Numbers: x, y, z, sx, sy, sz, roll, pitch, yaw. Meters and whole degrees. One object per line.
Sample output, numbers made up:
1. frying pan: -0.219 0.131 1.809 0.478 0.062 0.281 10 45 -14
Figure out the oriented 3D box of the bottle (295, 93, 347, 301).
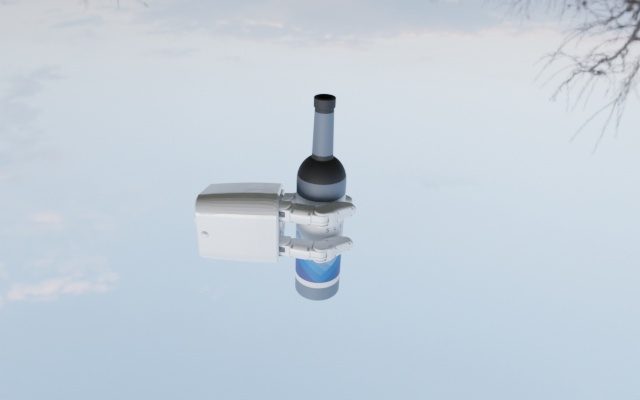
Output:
1. bottle: 0.000 0.002 0.650 0.069 0.296 0.069 2 30 -1
